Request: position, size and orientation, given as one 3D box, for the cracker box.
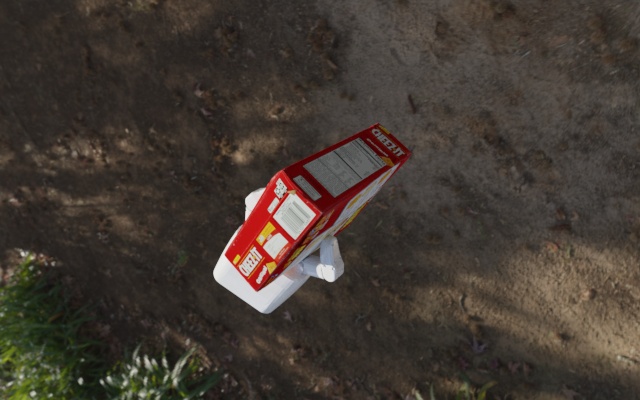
[{"bbox_3d":[0.000,0.002,0.596,0.213,0.072,0.164,-33,-15,-49],"label":"cracker box"}]
